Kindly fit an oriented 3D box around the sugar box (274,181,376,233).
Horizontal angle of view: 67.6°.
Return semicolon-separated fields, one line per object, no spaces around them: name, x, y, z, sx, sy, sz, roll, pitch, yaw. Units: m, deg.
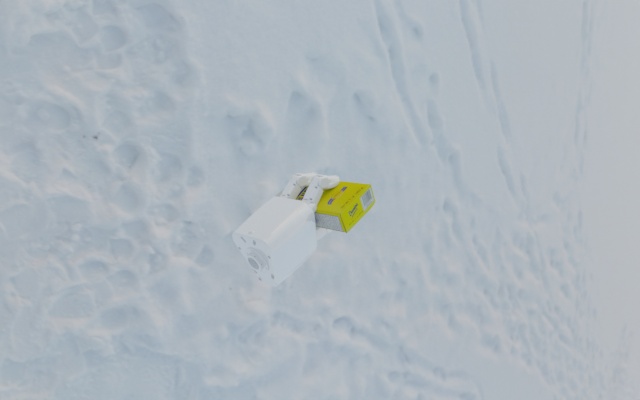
sugar box;0.000;0.002;0.846;0.176;0.048;0.093;10;40;40
